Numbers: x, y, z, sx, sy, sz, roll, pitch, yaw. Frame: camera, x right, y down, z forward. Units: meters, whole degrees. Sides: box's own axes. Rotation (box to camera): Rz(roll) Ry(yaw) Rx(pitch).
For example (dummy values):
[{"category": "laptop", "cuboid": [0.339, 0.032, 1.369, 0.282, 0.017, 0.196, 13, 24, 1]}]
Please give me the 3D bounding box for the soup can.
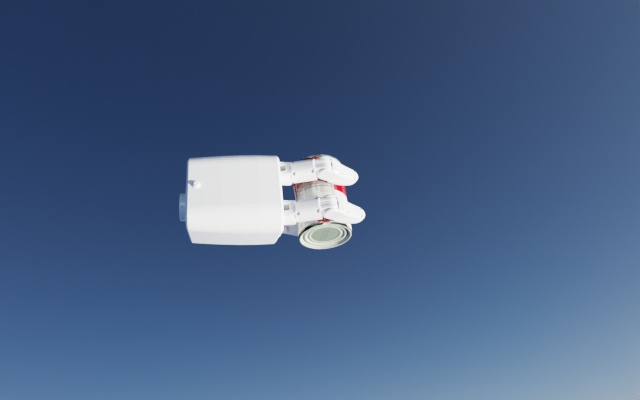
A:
[{"category": "soup can", "cuboid": [0.001, 0.002, 0.609, 0.068, 0.102, 0.068, -6, -31, -3]}]
